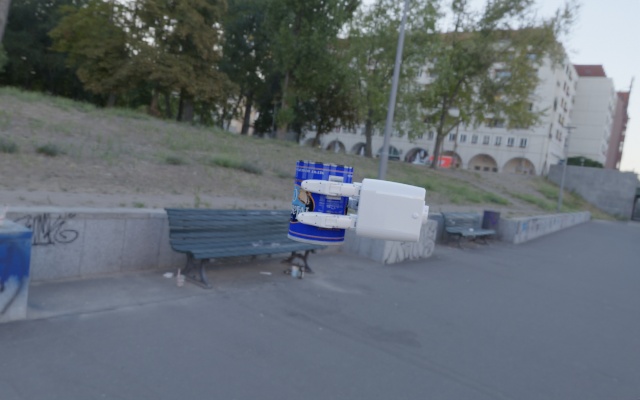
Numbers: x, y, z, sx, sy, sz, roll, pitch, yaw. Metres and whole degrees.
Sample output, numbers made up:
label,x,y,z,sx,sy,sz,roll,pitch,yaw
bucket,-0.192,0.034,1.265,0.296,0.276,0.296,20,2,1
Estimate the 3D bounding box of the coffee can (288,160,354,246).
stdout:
label,x,y,z,sx,sy,sz,roll,pitch,yaw
coffee can,0.000,0.003,0.855,0.103,0.140,0.103,7,4,0
